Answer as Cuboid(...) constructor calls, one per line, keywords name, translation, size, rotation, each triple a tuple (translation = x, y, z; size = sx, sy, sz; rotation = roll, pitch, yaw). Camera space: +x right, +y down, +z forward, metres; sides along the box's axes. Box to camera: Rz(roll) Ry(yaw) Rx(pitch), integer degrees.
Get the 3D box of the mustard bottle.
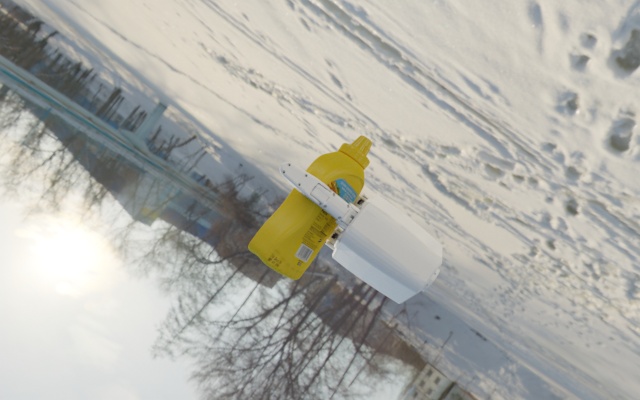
Cuboid(name="mustard bottle", translation=(0.000, 0.002, 0.578), size=(0.058, 0.191, 0.096), rotation=(35, -4, 33))
